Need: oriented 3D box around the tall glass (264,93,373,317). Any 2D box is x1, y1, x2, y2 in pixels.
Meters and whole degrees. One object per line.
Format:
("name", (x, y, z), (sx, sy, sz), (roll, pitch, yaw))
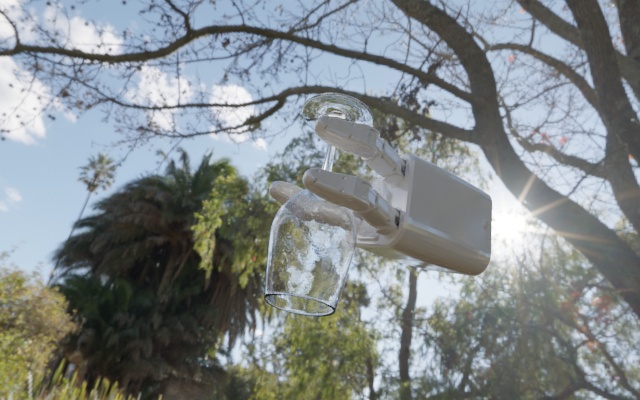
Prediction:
("tall glass", (0.000, 0.001, 0.445), (0.079, 0.201, 0.079), (9, -27, 5))
